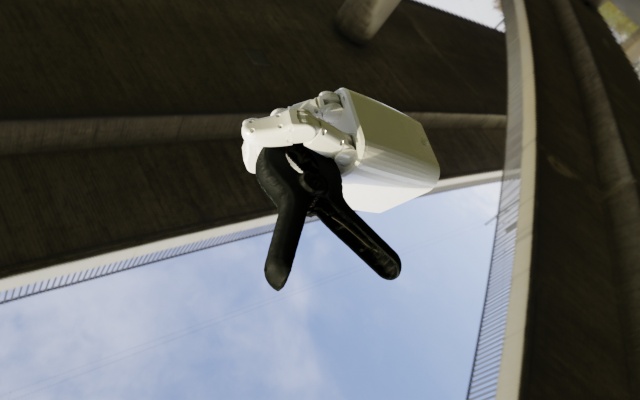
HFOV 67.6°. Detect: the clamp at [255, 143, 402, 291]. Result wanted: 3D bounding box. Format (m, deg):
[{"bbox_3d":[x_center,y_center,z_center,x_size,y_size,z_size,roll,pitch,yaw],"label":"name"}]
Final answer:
[{"bbox_3d":[0.000,0.002,0.403,0.120,0.171,0.039,14,-43,-32],"label":"clamp"}]
